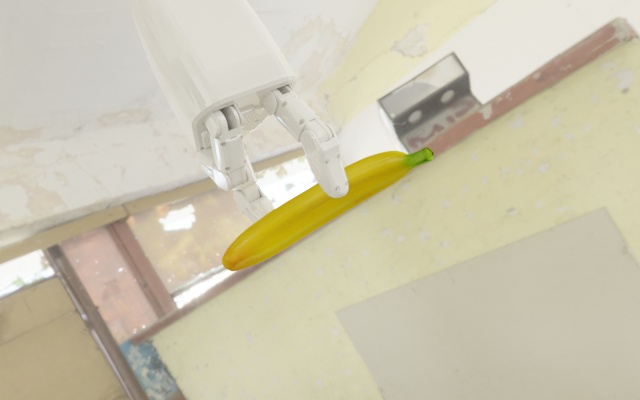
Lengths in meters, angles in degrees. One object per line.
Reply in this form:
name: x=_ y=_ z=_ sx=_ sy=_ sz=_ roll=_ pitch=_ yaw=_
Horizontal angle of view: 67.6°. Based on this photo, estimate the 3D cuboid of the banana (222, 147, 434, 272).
banana: x=0.002 y=0.002 z=0.421 sx=0.198 sy=0.037 sz=0.069 roll=-31 pitch=-3 yaw=-7
